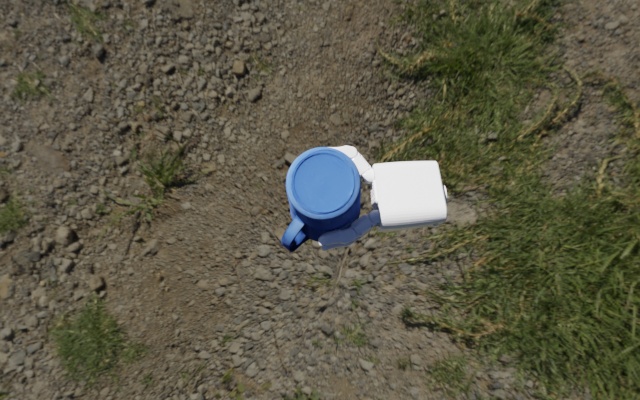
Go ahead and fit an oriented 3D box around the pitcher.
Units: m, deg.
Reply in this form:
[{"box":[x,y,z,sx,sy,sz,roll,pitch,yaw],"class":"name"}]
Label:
[{"box":[0.000,0.003,0.787,0.145,0.149,0.243,-4,-9,1],"class":"pitcher"}]
